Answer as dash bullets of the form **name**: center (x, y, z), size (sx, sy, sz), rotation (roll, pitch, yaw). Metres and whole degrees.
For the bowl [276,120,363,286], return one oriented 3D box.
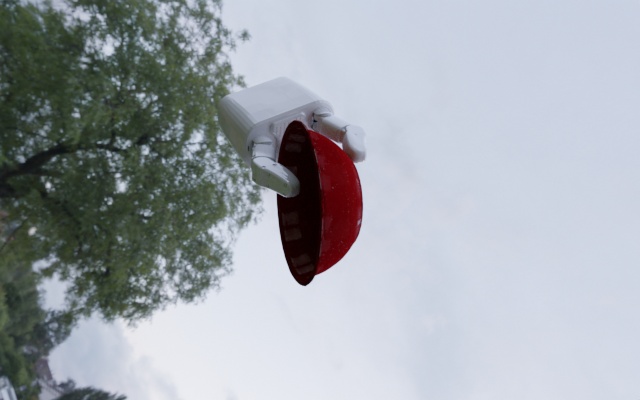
- **bowl**: center (0.001, 0.002, 0.476), size (0.055, 0.162, 0.162), rotation (-3, 1, -18)
